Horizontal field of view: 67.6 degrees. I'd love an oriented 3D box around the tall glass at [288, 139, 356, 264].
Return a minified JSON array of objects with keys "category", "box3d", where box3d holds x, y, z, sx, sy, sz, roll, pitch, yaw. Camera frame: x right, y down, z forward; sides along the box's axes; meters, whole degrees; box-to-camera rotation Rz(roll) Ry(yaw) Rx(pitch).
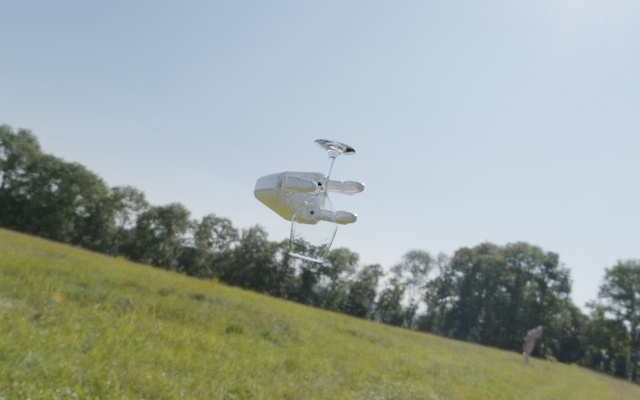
[{"category":"tall glass","box3d":[0.000,0.002,0.811,0.079,0.201,0.079,14,-8,2]}]
